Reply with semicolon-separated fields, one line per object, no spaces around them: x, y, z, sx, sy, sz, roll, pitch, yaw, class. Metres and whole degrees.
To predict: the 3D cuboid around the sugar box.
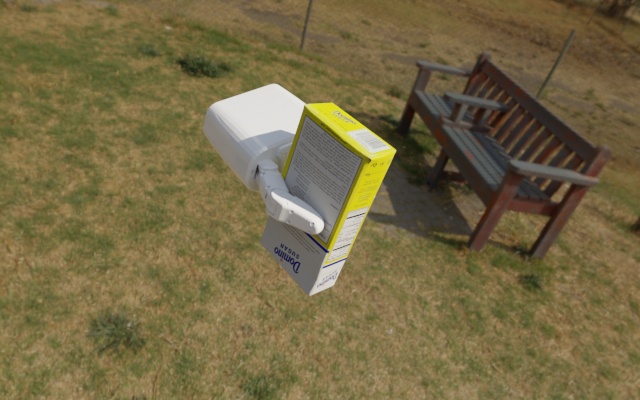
0.000;0.001;0.485;0.048;0.176;0.093;-17;49;-41;sugar box
